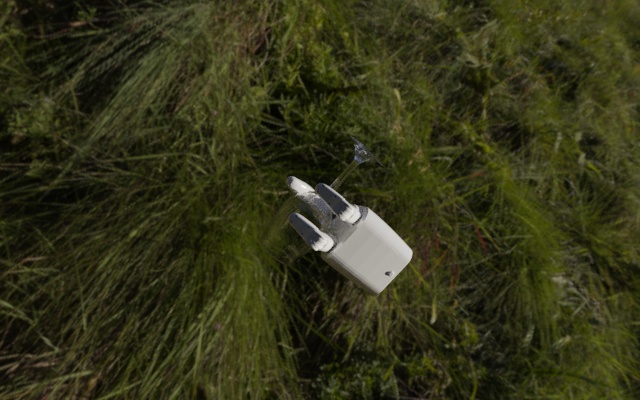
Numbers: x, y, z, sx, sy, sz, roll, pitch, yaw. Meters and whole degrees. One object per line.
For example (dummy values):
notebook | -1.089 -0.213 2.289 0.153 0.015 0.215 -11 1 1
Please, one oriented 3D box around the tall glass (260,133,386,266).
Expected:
tall glass | 0.000 0.002 0.695 0.079 0.201 0.079 42 5 -5
